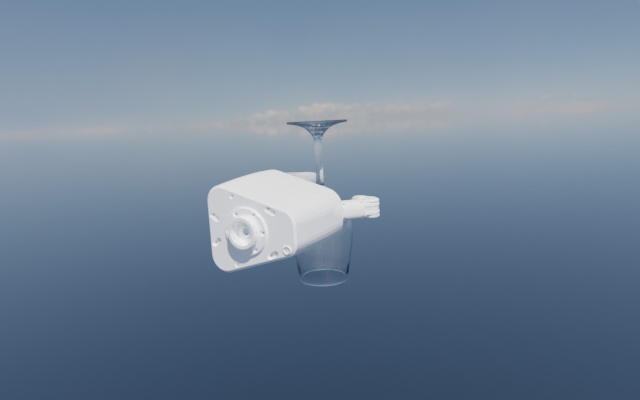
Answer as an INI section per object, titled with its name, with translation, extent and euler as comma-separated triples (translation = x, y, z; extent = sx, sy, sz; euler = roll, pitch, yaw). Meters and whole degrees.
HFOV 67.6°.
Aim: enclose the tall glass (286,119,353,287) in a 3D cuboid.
[tall glass]
translation = 0.000, 0.001, 0.595
extent = 0.079, 0.201, 0.079
euler = -3, 10, 0
